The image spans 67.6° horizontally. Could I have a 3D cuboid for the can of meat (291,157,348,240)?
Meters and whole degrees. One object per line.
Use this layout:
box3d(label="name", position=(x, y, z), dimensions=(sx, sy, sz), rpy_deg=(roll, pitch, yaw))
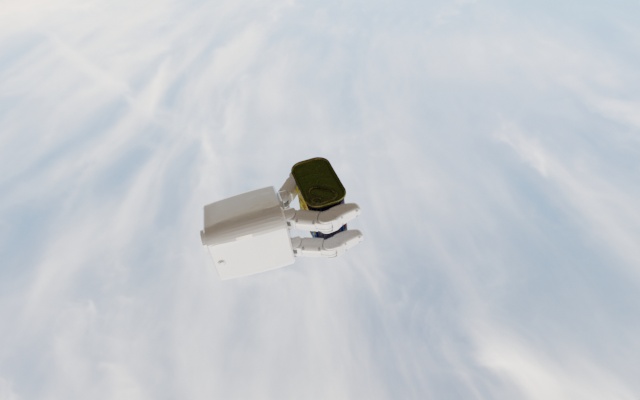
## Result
box3d(label="can of meat", position=(0.000, 0.002, 0.683), dimensions=(0.057, 0.084, 0.102), rpy_deg=(-17, 43, -10))
